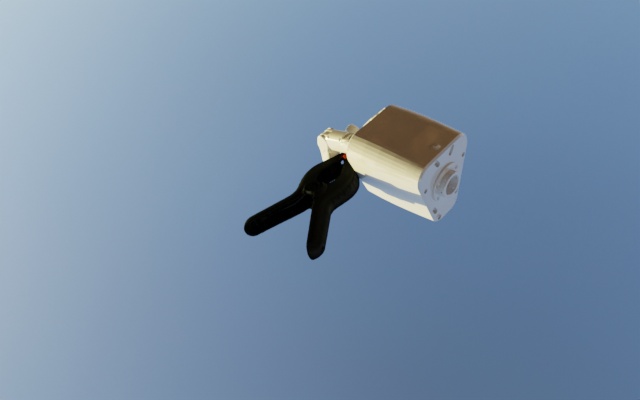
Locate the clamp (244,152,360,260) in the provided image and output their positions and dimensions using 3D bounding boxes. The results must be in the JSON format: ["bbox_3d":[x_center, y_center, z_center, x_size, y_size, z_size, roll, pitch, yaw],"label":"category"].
[{"bbox_3d":[0.000,0.002,0.582,0.120,0.039,0.171,29,63,39],"label":"clamp"}]
